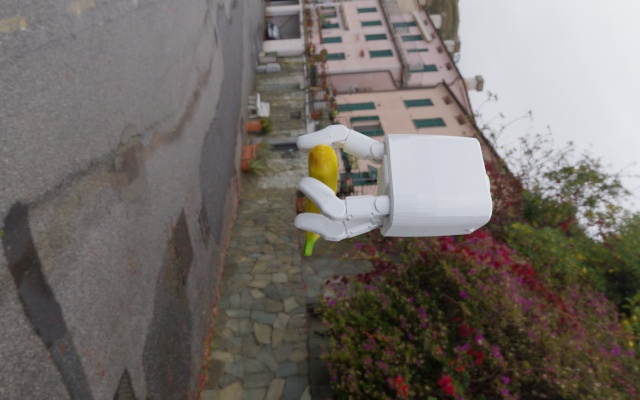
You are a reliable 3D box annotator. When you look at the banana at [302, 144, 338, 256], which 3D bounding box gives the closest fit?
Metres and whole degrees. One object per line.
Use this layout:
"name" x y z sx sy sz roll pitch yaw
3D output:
"banana" 0.001 -0.010 0.582 0.037 0.069 0.198 5 -39 0
